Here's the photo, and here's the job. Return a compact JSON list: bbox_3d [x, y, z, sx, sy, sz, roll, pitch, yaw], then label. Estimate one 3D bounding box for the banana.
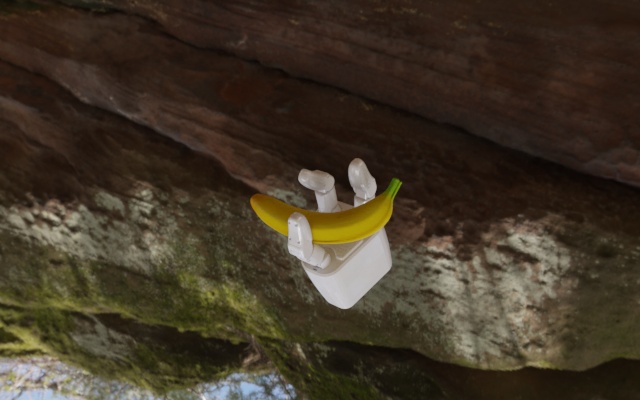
[{"bbox_3d":[0.002,0.019,0.571,0.198,0.069,0.037,-5,-24,22],"label":"banana"}]
